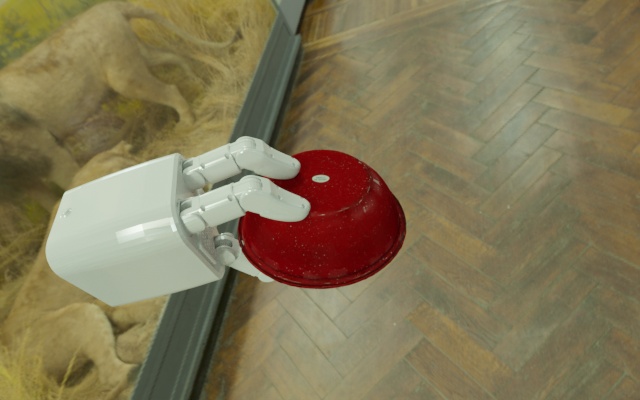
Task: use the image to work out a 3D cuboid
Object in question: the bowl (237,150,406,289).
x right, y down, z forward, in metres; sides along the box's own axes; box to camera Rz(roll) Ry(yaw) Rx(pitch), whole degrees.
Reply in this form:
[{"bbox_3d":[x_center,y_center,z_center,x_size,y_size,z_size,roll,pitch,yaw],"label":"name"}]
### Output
[{"bbox_3d":[0.001,0.001,0.441,0.162,0.055,0.162,-2,42,1],"label":"bowl"}]
